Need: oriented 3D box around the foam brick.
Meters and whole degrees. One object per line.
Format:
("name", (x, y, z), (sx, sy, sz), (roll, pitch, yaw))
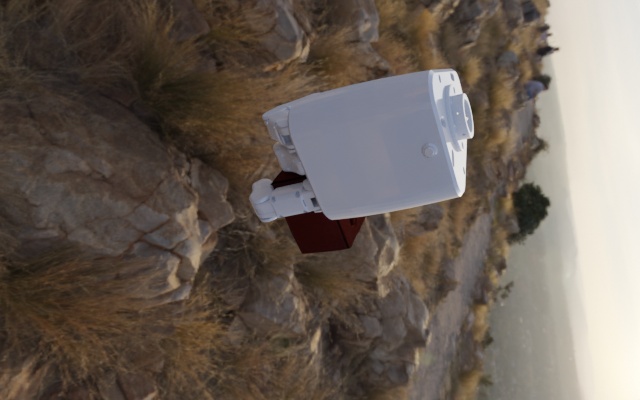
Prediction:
("foam brick", (0.000, 0.002, 0.431), (0.051, 0.078, 0.053), (-9, 28, 28))
